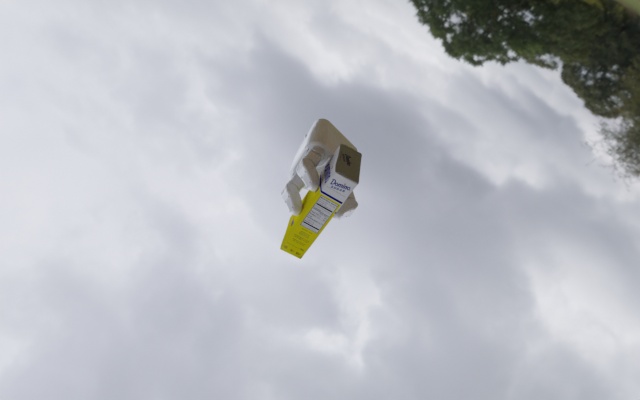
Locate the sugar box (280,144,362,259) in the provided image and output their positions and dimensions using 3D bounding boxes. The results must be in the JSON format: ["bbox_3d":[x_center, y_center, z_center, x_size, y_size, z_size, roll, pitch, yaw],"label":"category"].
[{"bbox_3d":[0.000,0.002,0.752,0.048,0.176,0.093,27,33,-9],"label":"sugar box"}]
